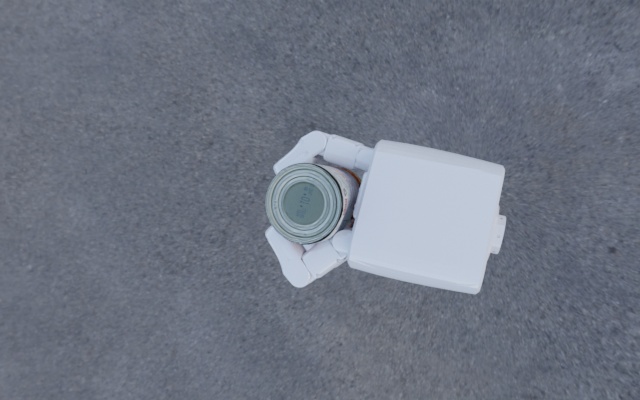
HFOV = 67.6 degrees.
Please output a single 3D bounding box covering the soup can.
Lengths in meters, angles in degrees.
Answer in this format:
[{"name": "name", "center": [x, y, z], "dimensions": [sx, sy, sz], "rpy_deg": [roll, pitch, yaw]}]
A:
[{"name": "soup can", "center": [0.000, 0.001, 0.429], "dimensions": [0.068, 0.068, 0.102], "rpy_deg": [0, 2, 17]}]
